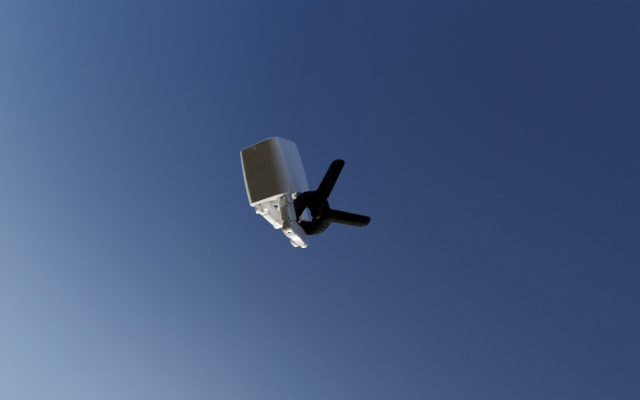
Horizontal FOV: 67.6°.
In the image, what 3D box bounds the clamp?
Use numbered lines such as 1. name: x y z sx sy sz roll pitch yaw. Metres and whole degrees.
1. clamp: 0.000 0.003 0.835 0.171 0.120 0.039 -17 -6 34
